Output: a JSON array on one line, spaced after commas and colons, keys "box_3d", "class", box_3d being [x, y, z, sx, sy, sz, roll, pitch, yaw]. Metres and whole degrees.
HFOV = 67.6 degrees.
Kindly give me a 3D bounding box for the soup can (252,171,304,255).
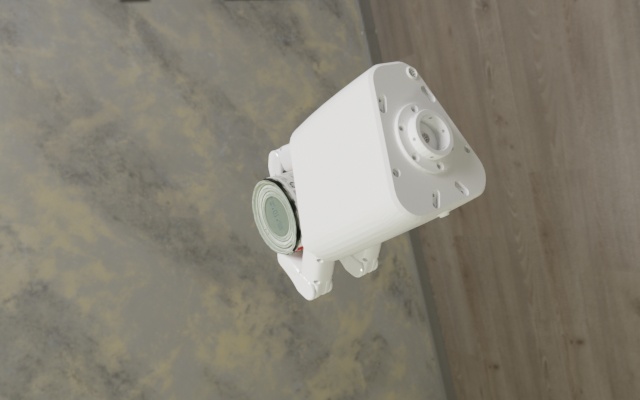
[{"box_3d": [0.000, 0.002, 0.423, 0.102, 0.068, 0.068, -19, 11, -35], "class": "soup can"}]
